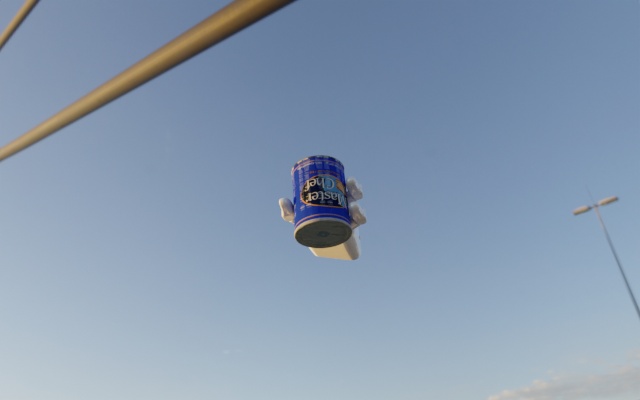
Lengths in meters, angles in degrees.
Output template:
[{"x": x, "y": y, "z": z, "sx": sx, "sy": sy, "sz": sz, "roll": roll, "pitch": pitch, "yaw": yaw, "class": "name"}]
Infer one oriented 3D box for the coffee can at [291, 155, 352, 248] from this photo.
[{"x": 0.000, "y": 0.003, "z": 0.879, "sx": 0.103, "sy": 0.140, "sz": 0.103, "roll": -3, "pitch": -32, "yaw": -2, "class": "coffee can"}]
